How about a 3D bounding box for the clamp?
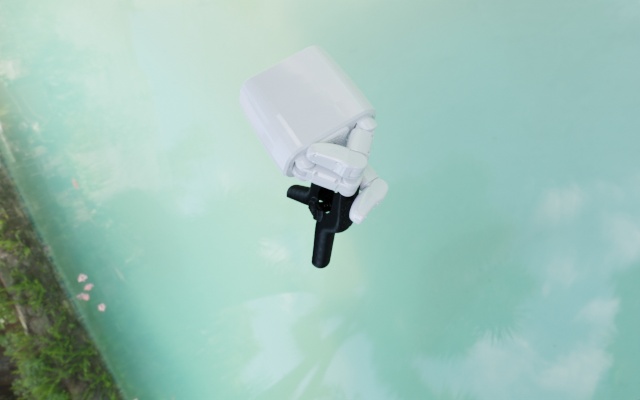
[{"bbox_3d":[0.000,0.002,0.592,0.039,0.120,0.172,-20,-22,-29],"label":"clamp"}]
